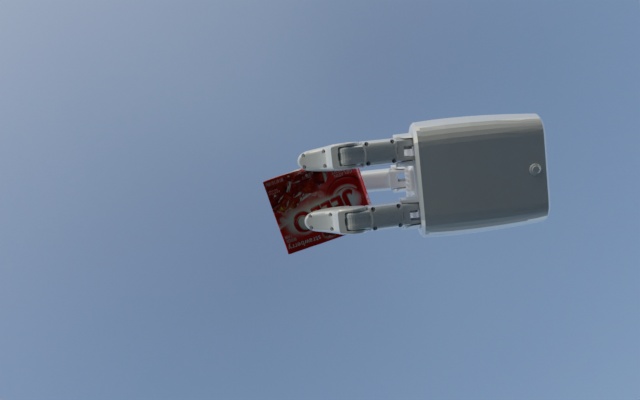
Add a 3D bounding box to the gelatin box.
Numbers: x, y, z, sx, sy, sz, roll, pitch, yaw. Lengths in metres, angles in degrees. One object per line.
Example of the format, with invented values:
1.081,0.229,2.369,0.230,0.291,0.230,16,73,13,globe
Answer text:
0.000,0.002,0.449,0.089,0.073,0.030,-19,4,10,gelatin box
